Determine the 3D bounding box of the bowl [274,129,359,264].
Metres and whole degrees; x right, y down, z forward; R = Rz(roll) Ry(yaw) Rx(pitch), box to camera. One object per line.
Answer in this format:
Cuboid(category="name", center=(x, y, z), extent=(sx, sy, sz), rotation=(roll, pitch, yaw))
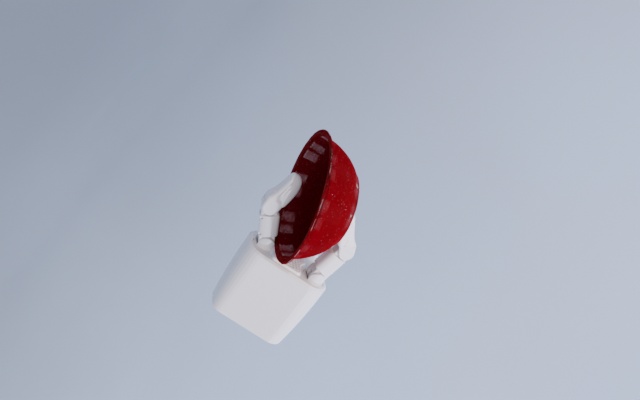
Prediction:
Cuboid(category="bowl", center=(0.001, 0.001, 0.557), extent=(0.055, 0.162, 0.162), rotation=(18, -6, -18))
